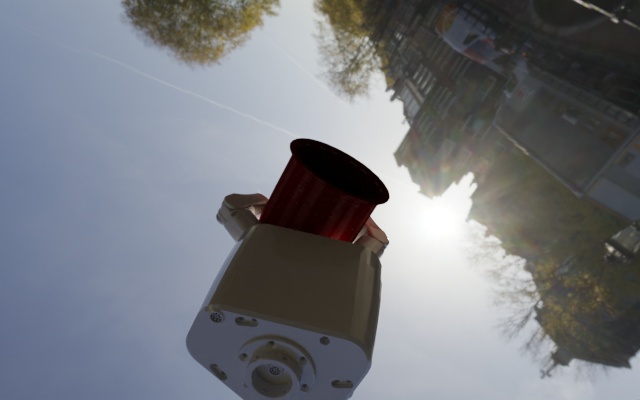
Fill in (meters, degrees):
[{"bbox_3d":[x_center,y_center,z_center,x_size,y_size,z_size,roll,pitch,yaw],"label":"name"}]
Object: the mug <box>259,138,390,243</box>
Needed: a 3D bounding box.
[{"bbox_3d":[0.000,0.001,0.419,0.093,0.081,0.117,29,23,-4],"label":"mug"}]
